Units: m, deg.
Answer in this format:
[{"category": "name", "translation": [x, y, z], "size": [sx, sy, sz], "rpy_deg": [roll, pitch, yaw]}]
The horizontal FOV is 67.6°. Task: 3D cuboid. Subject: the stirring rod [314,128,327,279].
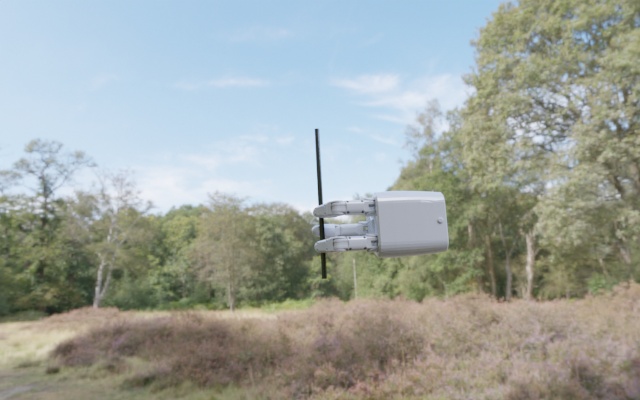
[{"category": "stirring rod", "translation": [0.000, 0.003, 0.756], "size": [0.011, 0.239, 0.011], "rpy_deg": [-3, -9, 0]}]
